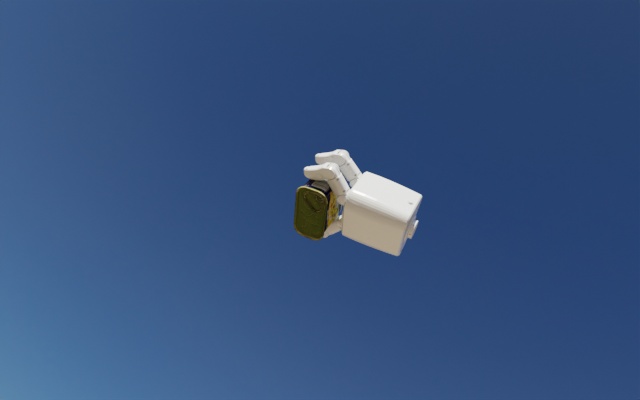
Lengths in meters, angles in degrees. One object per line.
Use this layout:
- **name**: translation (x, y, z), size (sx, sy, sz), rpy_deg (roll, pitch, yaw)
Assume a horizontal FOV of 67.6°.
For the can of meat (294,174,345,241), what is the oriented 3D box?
- **can of meat**: translation (0.000, 0.003, 0.817), size (0.057, 0.102, 0.084), rpy_deg (20, 38, 18)
